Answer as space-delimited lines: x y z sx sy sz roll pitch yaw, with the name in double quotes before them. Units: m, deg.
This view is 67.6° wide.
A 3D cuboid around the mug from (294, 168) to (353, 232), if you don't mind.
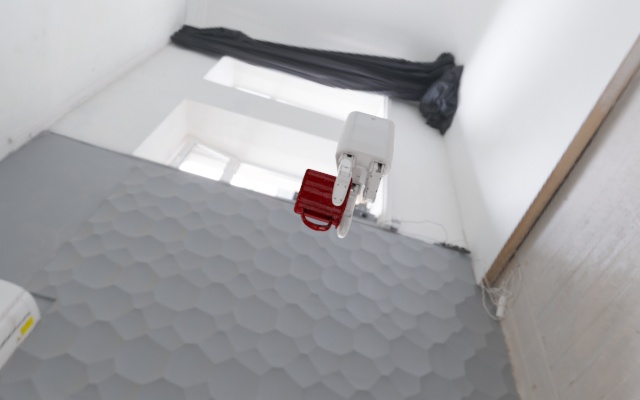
"mug" 0.000 0.004 0.813 0.081 0.117 0.093 17 -37 -2
